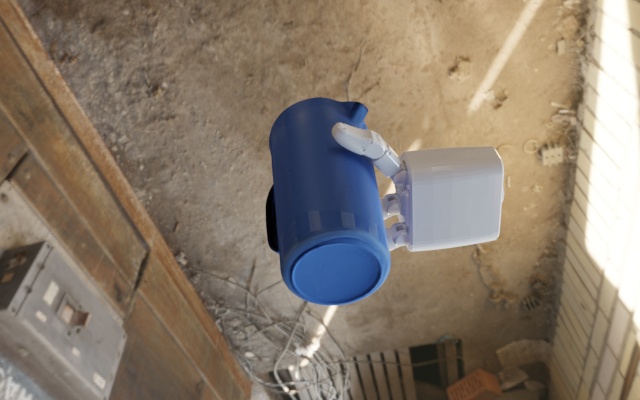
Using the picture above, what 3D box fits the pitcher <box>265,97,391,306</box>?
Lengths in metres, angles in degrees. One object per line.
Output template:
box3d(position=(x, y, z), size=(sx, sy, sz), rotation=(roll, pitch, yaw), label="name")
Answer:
box3d(position=(0.000, 0.002, 0.553), size=(0.145, 0.149, 0.242), rotation=(-5, 40, -1), label="pitcher")
